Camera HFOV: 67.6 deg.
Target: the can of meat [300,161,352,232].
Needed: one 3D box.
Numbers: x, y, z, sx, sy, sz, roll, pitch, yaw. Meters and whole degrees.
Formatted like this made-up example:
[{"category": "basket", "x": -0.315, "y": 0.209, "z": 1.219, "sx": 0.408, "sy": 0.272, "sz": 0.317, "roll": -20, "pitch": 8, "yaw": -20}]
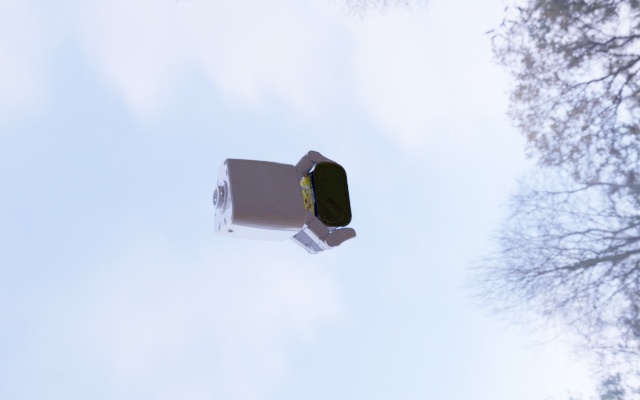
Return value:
[{"category": "can of meat", "x": 0.000, "y": 0.002, "z": 0.744, "sx": 0.057, "sy": 0.102, "sz": 0.084, "roll": 3, "pitch": -19, "yaw": -28}]
